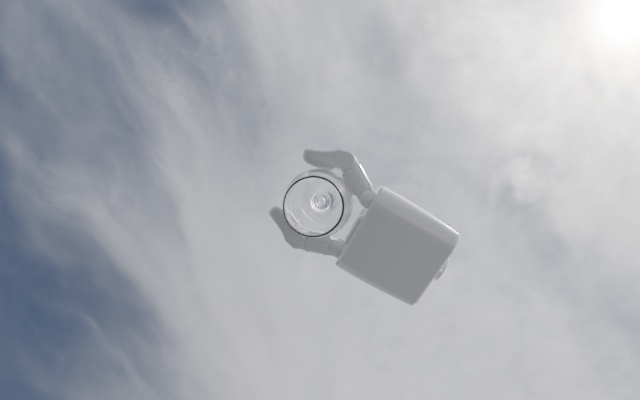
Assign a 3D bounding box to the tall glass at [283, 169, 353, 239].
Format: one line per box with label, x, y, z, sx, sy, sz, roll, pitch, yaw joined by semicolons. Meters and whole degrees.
tall glass;0.000;0.002;0.573;0.079;0.079;0.201;0;2;4
